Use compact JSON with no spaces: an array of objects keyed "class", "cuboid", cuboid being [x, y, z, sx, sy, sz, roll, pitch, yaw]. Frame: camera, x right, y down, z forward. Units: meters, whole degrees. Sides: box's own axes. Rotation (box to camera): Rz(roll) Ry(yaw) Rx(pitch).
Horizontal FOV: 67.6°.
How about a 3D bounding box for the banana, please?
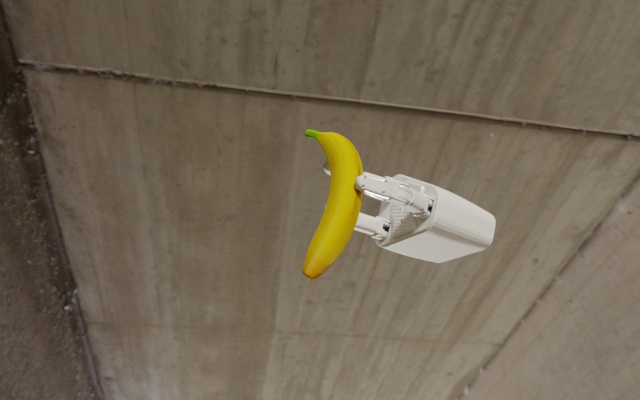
[{"class":"banana","cuboid":[0.016,-0.006,0.541,0.069,0.197,0.037,-17,-36,27]}]
